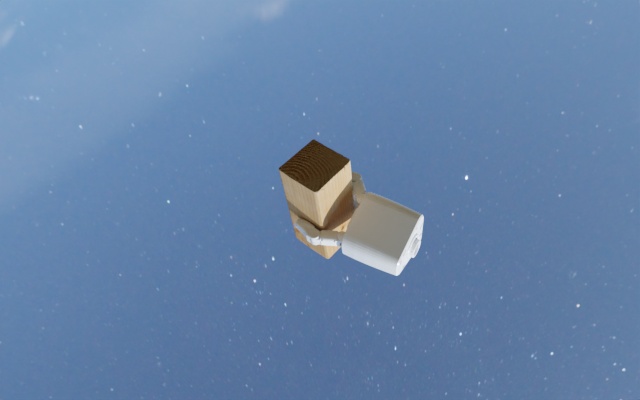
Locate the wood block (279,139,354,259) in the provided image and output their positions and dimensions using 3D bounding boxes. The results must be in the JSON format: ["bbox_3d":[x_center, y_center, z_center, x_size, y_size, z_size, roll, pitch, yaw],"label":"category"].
[{"bbox_3d":[0.000,0.003,0.875,0.090,0.090,0.206,33,-28,28],"label":"wood block"}]
